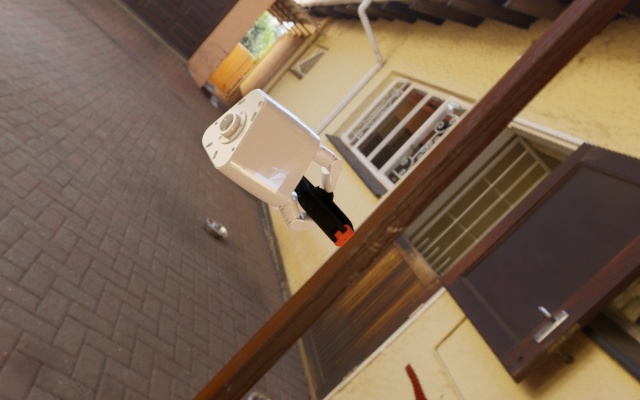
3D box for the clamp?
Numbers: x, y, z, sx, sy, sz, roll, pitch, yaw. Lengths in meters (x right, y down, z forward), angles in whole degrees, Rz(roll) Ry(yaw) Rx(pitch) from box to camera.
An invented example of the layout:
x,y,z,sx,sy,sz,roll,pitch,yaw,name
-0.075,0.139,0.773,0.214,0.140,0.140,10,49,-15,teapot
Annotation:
x,y,z,sx,sy,sz,roll,pitch,yaw,name
0.001,0.002,0.705,0.165,0.036,0.210,33,13,-43,clamp
